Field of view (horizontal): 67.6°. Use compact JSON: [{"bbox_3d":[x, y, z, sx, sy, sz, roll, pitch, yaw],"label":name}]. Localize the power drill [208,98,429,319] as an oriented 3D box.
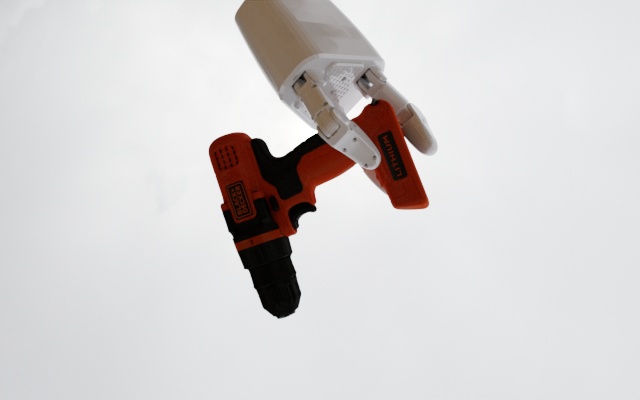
[{"bbox_3d":[0.000,0.001,0.445,0.187,0.184,0.057,-20,-1,11],"label":"power drill"}]
